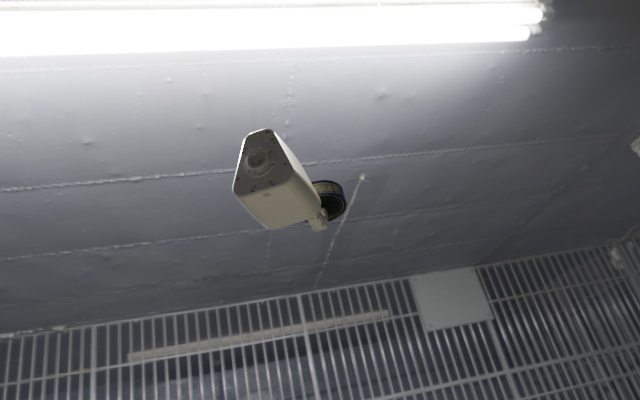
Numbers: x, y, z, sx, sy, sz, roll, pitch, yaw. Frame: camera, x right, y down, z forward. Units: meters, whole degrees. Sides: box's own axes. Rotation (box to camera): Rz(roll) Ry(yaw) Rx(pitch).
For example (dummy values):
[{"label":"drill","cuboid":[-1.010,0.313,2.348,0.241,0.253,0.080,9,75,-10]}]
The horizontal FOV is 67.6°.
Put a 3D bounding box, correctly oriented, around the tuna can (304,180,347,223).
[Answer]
[{"label":"tuna can","cuboid":[0.000,0.002,0.816,0.086,0.033,0.086,-8,-33,-5]}]
